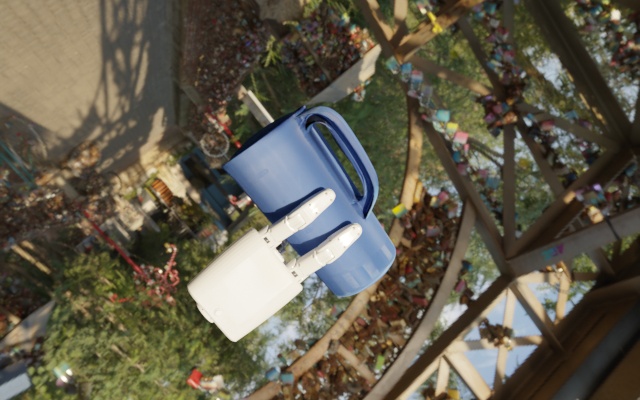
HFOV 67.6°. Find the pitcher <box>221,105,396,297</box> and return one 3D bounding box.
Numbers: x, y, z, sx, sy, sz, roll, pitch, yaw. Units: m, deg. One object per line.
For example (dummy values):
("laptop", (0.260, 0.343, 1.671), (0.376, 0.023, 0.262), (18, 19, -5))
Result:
("pitcher", (0.000, 0.002, 0.629), (0.145, 0.243, 0.149), (-39, 12, -9))
